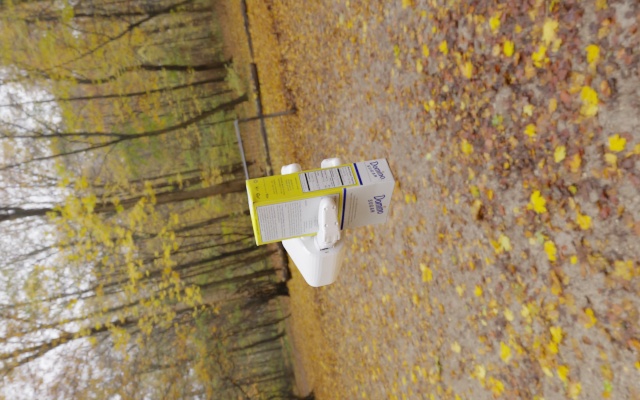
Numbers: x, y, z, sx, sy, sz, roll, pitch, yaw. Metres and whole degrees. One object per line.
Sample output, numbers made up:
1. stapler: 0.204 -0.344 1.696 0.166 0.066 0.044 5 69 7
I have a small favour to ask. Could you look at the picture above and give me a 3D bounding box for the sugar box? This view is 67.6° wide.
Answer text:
1. sugar box: 0.000 0.002 0.604 0.176 0.048 0.093 -11 -35 -10
